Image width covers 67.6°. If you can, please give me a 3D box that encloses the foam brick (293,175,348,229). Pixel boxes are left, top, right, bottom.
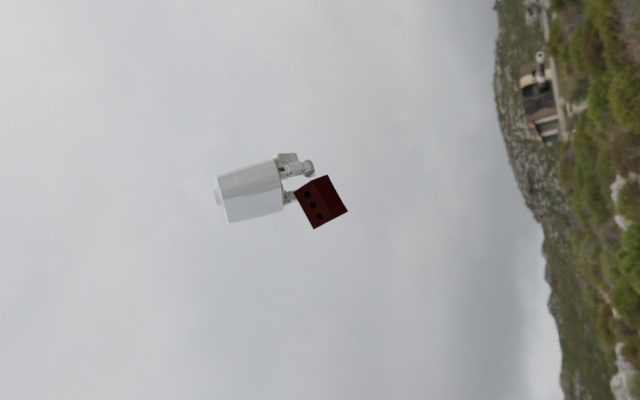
[{"bbox_3d":[0.000,0.003,0.845,0.053,0.078,0.051,-32,-4,36],"label":"foam brick"}]
